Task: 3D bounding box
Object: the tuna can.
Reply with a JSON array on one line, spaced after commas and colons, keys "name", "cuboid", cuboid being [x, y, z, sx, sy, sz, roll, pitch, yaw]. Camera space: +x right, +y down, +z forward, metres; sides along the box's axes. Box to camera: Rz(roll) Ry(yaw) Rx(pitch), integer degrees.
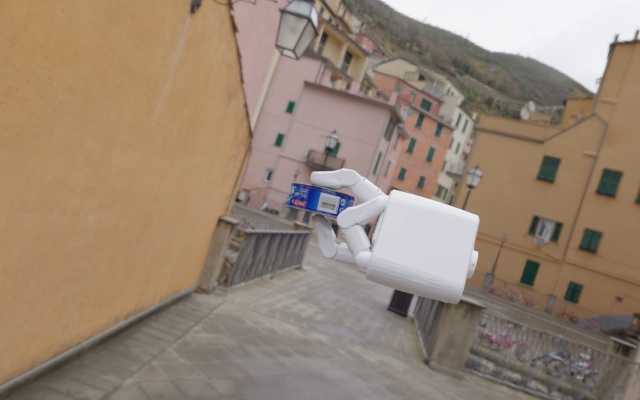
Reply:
[{"name": "tuna can", "cuboid": [0.000, 0.001, 0.616, 0.086, 0.034, 0.086, 13, -2, 0]}]
